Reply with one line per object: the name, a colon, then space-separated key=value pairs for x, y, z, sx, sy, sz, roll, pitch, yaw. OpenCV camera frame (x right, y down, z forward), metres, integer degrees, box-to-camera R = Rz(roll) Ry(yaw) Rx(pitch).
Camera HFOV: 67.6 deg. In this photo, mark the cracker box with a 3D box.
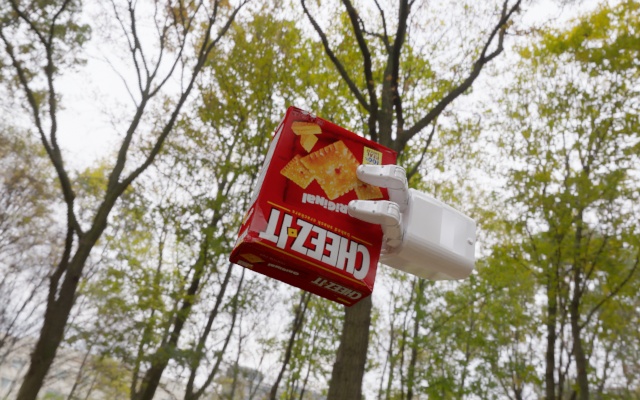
cracker box: x=0.000 y=0.002 z=0.603 sx=0.164 sy=0.213 sz=0.072 roll=23 pitch=-34 yaw=-13
